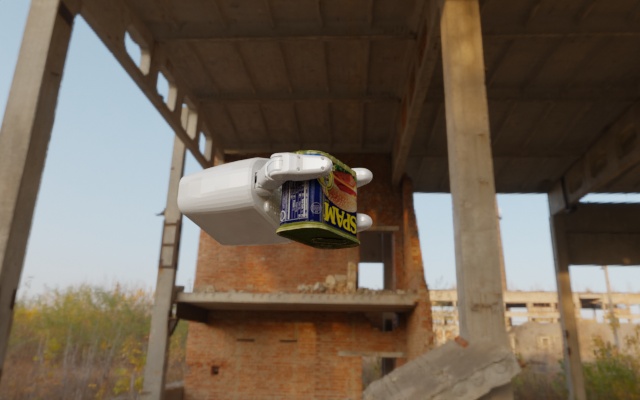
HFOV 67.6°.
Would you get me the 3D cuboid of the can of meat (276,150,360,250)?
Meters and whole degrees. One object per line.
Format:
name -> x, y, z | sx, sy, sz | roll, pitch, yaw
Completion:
can of meat -> 0.000, 0.001, 0.513 | 0.057, 0.084, 0.102 | -10, -20, 30
